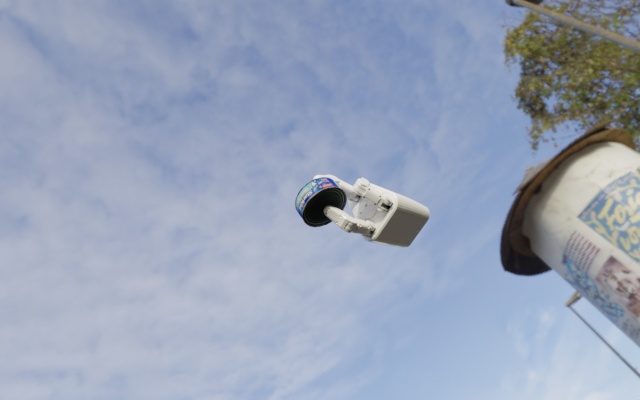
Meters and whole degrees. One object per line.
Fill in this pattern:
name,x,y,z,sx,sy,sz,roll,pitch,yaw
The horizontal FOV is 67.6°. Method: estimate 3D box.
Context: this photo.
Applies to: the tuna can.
tuna can,0.000,0.002,0.817,0.086,0.086,0.033,0,37,-37
